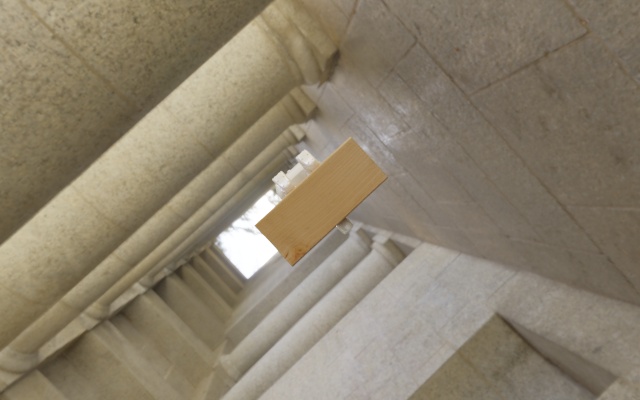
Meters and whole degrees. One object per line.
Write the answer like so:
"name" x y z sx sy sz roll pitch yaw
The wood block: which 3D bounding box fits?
"wood block" 0.000 0.003 0.786 0.206 0.091 0.090 -43 1 -4
